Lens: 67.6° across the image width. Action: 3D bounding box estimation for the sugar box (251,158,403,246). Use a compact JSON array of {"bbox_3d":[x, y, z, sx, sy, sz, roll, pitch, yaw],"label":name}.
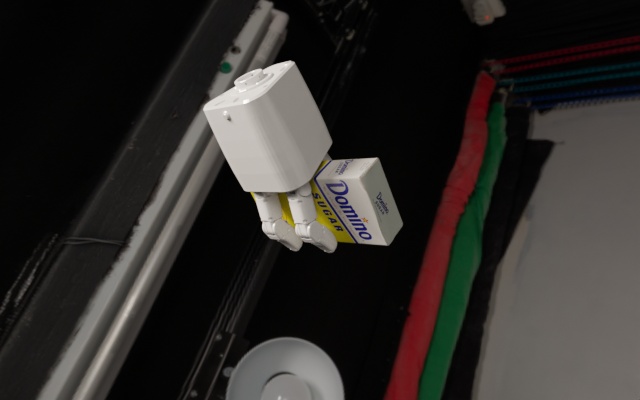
[{"bbox_3d":[0.000,0.002,0.561,0.176,0.093,0.048,2,37,42],"label":"sugar box"}]
